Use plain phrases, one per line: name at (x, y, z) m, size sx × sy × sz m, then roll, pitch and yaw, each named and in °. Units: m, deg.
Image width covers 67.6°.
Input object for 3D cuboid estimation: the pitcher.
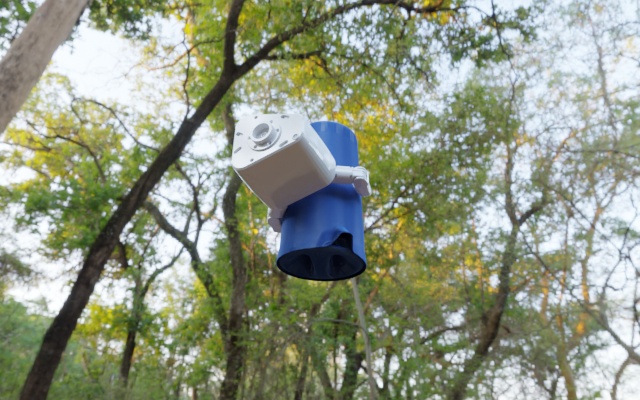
pitcher at (0.000, 0.002, 0.767) m, size 0.149 × 0.242 × 0.145 m, roll -10°, pitch -32°, yaw 20°
